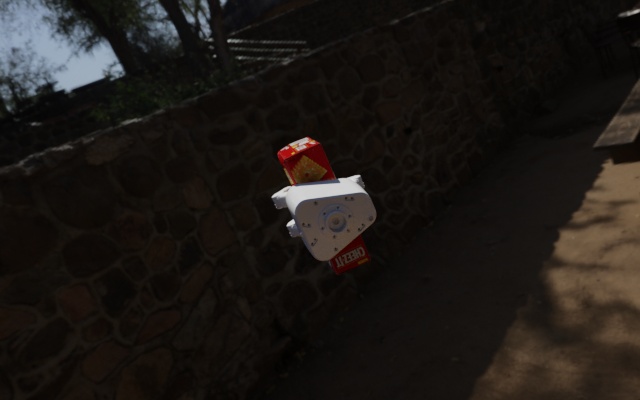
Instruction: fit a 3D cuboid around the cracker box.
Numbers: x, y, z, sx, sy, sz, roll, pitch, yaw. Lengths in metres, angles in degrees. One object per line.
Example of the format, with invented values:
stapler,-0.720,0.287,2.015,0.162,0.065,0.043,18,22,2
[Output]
cracker box,0.000,0.003,0.834,0.072,0.214,0.164,-24,14,-4
